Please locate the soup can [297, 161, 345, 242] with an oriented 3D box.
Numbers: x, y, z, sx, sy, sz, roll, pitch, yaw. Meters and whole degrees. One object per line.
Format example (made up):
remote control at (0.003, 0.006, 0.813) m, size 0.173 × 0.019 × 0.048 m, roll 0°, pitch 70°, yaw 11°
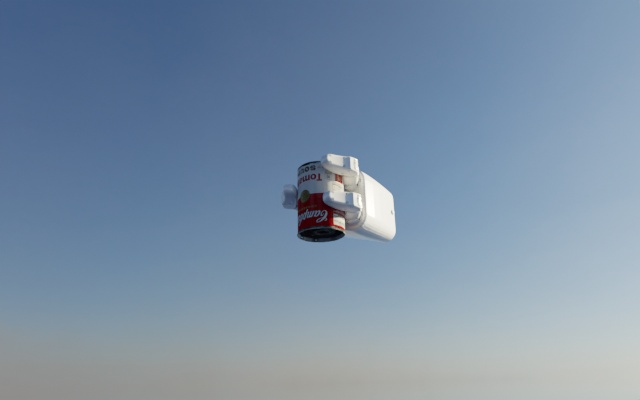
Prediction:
soup can at (0.000, 0.002, 0.689) m, size 0.068 × 0.102 × 0.068 m, roll -1°, pitch -21°, yaw 0°
